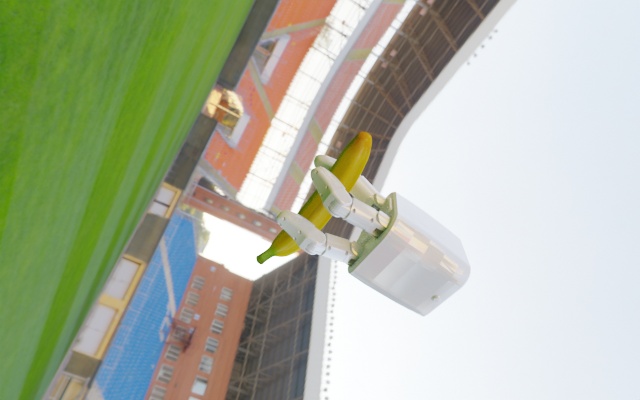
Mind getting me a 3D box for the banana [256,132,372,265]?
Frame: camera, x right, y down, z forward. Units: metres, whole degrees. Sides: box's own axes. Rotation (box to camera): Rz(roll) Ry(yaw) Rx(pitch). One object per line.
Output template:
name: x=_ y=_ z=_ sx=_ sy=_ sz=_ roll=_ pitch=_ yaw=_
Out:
banana: x=0.002 y=0.002 z=0.567 sx=0.037 sy=0.198 sz=0.069 roll=40 pitch=13 yaw=6
